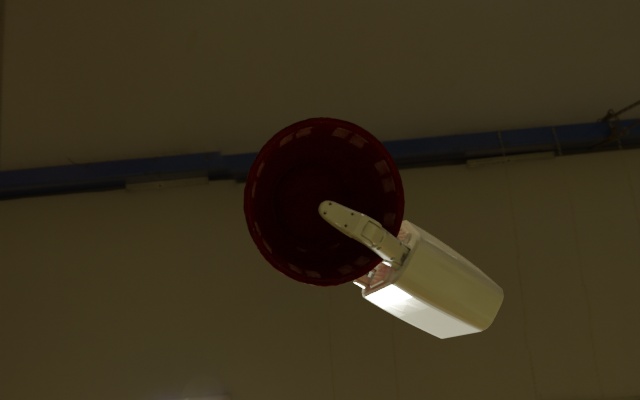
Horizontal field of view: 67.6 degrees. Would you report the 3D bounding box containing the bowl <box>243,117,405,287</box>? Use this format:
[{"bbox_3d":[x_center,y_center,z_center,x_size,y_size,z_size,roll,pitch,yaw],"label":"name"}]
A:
[{"bbox_3d":[-0.001,0.001,0.480,0.162,0.162,0.055,0,-1,-17],"label":"bowl"}]
